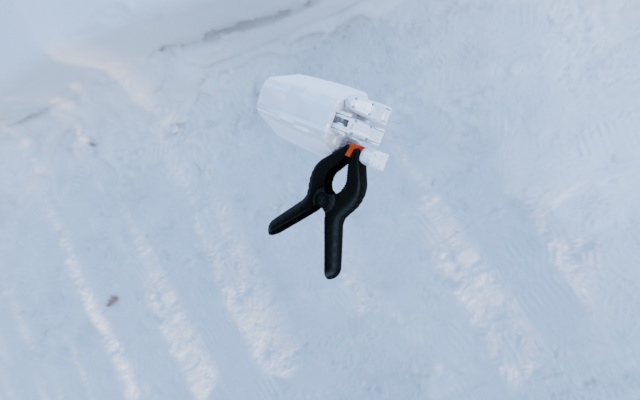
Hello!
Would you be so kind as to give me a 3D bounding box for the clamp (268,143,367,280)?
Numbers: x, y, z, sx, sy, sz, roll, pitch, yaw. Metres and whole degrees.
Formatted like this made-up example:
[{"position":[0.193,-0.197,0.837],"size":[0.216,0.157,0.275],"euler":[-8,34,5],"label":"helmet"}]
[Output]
[{"position":[0.000,0.002,0.617],"size":[0.120,0.171,0.039],"euler":[24,5,23],"label":"clamp"}]
